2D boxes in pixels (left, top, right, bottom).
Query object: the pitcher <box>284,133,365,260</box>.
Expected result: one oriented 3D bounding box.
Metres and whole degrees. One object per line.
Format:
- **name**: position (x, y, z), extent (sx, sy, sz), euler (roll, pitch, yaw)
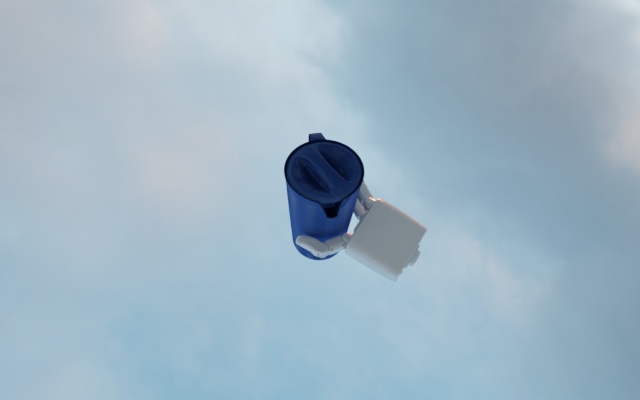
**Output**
- **pitcher**: position (0.000, 0.003, 0.886), extent (0.145, 0.149, 0.243), euler (31, -30, 16)
